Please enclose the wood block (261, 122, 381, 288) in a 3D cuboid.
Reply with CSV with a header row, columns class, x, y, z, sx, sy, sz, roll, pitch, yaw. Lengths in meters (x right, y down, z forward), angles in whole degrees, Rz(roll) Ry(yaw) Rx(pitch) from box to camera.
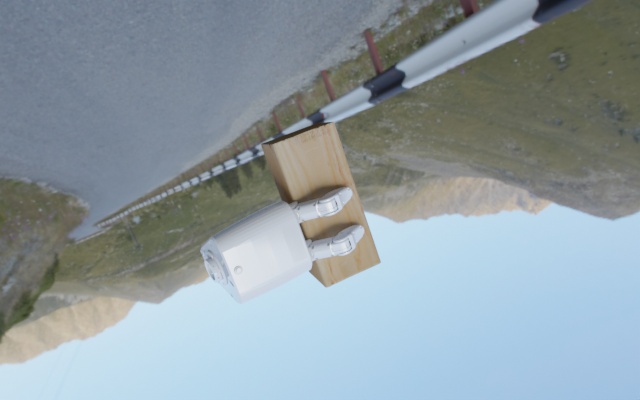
class,x,y,z,sx,sy,sz,roll,pitch,yaw
wood block,0.000,0.002,0.673,0.090,0.206,0.091,-23,13,-14
